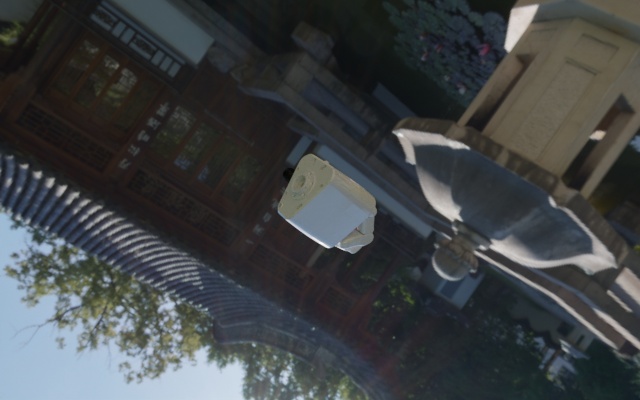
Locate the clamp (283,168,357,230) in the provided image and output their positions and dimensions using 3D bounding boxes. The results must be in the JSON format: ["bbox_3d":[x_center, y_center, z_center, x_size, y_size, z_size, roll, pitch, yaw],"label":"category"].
[{"bbox_3d":[0.000,0.003,0.852,0.120,0.039,0.171,36,0,-40],"label":"clamp"}]
